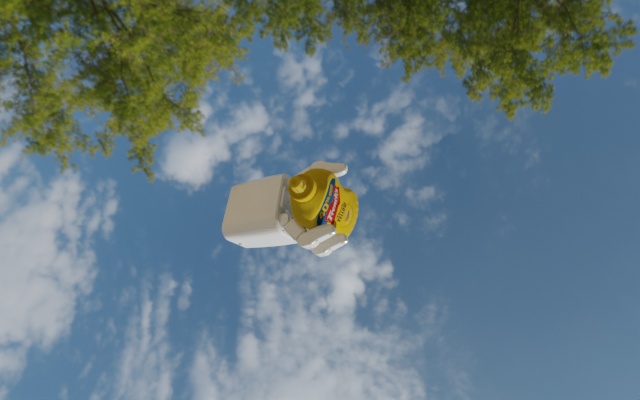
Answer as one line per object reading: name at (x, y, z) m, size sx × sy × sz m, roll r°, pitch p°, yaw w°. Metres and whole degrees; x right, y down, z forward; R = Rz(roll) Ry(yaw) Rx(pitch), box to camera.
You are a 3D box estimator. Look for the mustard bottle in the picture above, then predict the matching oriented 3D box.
mustard bottle at (0.001, 0.003, 0.752) m, size 0.058 × 0.096 × 0.192 m, roll 16°, pitch -11°, yaw 28°
